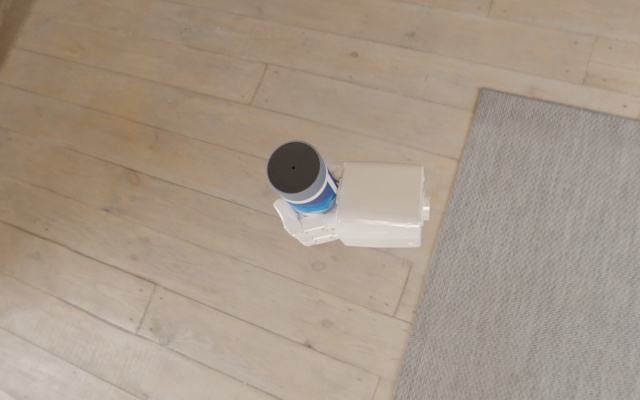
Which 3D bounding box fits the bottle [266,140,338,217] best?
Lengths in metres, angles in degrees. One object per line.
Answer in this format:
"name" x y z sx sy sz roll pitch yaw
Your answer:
"bottle" 0.000 0.002 0.677 0.069 0.069 0.296 0 -16 13
